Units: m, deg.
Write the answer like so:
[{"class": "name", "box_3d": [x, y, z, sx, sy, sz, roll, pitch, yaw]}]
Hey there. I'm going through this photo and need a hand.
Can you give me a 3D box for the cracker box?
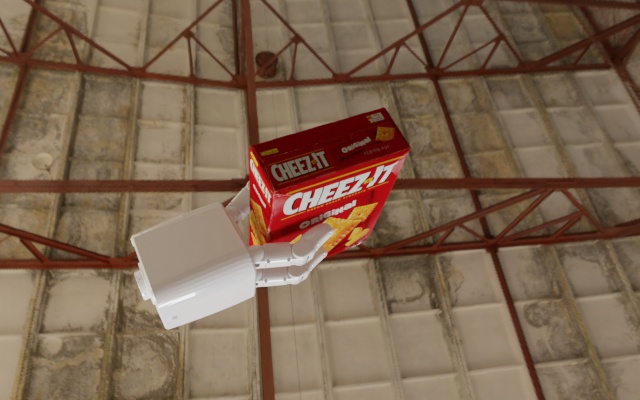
[{"class": "cracker box", "box_3d": [0.000, 0.002, 0.580, 0.164, 0.072, 0.214, -20, -27, -20]}]
